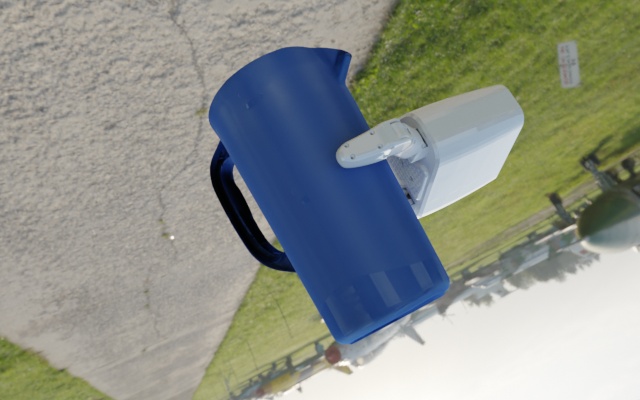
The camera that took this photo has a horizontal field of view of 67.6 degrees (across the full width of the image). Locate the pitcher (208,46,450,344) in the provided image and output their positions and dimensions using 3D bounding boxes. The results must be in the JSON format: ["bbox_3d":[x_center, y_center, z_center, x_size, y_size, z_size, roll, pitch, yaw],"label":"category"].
[{"bbox_3d":[0.000,0.001,0.431,0.145,0.242,0.149,-23,-17,-20],"label":"pitcher"}]
